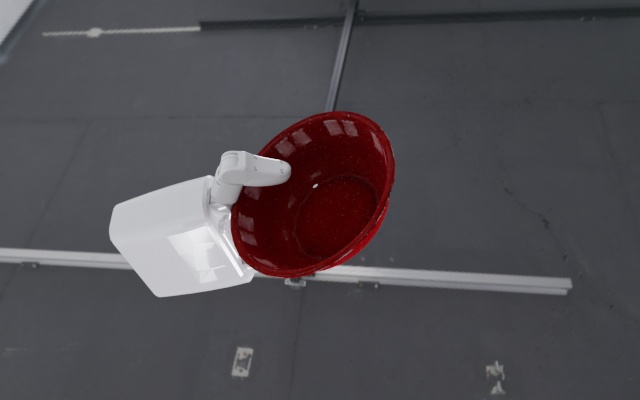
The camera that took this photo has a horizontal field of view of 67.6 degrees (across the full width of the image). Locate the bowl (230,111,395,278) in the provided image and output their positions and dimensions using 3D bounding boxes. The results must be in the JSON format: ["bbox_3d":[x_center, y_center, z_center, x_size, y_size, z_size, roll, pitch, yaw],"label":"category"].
[{"bbox_3d":[0.001,0.001,0.423,0.162,0.162,0.055,0,-28,35],"label":"bowl"}]
